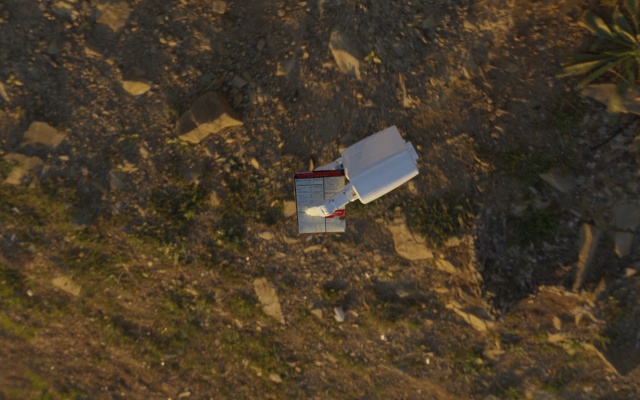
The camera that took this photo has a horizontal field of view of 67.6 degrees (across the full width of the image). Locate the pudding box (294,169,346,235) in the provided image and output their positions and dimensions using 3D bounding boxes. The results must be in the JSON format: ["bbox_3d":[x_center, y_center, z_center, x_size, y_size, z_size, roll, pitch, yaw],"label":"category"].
[{"bbox_3d":[0.000,0.003,0.844,0.090,0.113,0.039,-2,22,1],"label":"pudding box"}]
